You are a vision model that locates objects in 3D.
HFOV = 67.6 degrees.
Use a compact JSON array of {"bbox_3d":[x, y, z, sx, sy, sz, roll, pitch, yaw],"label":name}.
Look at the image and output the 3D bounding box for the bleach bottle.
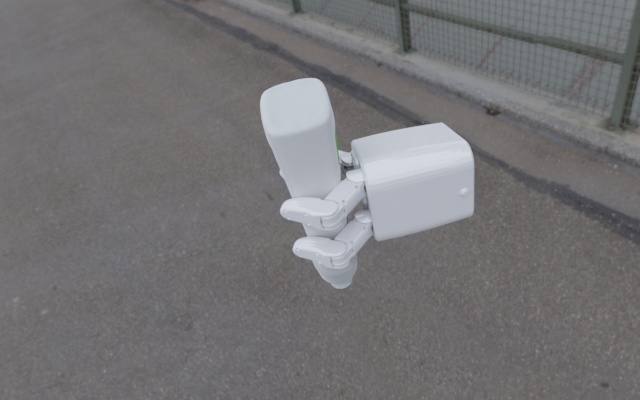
[{"bbox_3d":[0.000,0.002,0.528,0.068,0.251,0.102,-14,40,1],"label":"bleach bottle"}]
